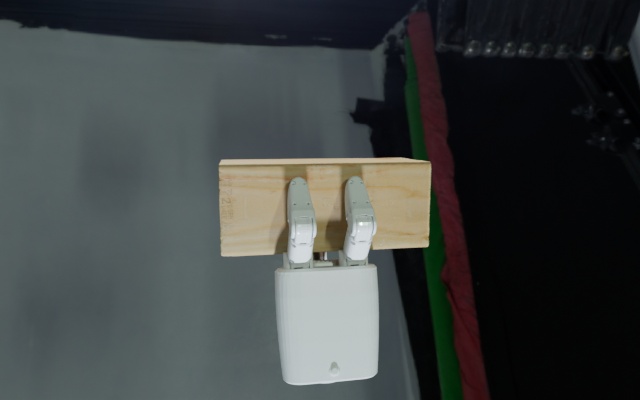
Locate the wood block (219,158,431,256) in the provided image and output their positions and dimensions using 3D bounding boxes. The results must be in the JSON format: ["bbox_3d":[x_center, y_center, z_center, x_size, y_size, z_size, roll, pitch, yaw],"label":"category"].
[{"bbox_3d":[0.000,0.002,0.501,0.206,0.090,0.091,-1,7,-11],"label":"wood block"}]
